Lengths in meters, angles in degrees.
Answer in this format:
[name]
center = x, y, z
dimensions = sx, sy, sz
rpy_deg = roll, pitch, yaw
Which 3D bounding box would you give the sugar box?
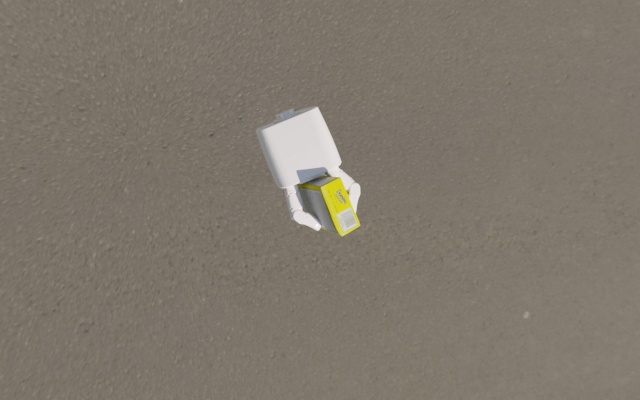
[sugar box]
center = 0.001, 0.002, 0.855
dimensions = 0.048, 0.093, 0.176
rpy_deg = -26, 15, -16
